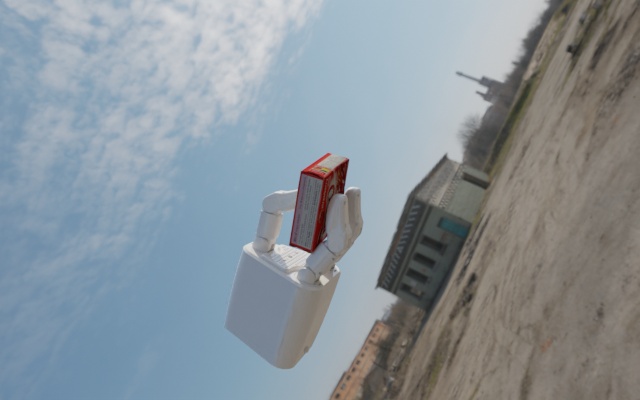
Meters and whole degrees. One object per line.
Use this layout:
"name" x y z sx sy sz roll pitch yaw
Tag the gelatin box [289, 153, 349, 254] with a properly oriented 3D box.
"gelatin box" 0.000 0.001 0.512 0.030 0.089 0.073 18 26 17
